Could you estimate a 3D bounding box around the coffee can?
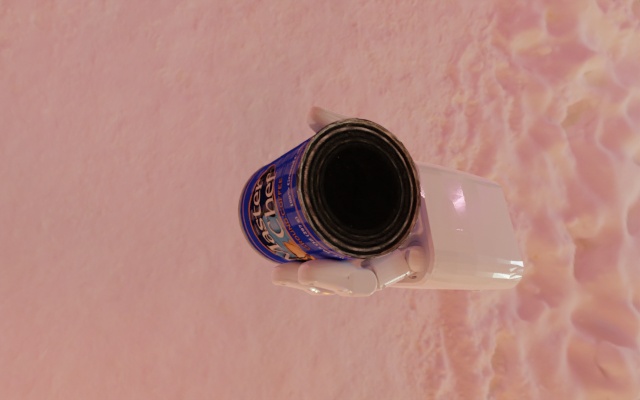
[{"bbox_3d":[0.000,0.001,0.401,0.103,0.103,0.140,0,-9,-26],"label":"coffee can"}]
